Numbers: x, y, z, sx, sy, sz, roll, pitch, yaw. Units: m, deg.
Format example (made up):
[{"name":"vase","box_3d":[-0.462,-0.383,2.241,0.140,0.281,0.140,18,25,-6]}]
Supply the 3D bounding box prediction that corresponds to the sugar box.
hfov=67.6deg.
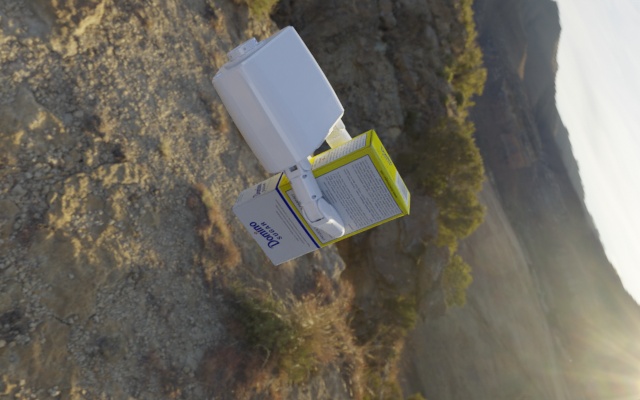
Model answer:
[{"name":"sugar box","box_3d":[0.000,0.001,0.529,0.176,0.093,0.048,-21,27,24]}]
